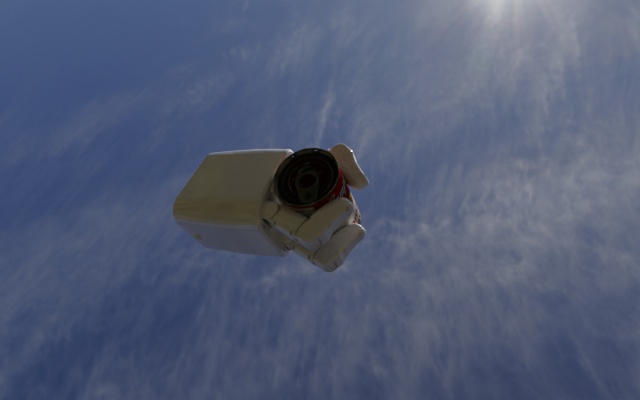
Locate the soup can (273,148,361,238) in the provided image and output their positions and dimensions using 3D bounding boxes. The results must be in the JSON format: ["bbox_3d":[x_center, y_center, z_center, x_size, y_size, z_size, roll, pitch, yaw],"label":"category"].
[{"bbox_3d":[0.001,0.002,0.506,0.068,0.068,0.102,0,-31,20],"label":"soup can"}]
